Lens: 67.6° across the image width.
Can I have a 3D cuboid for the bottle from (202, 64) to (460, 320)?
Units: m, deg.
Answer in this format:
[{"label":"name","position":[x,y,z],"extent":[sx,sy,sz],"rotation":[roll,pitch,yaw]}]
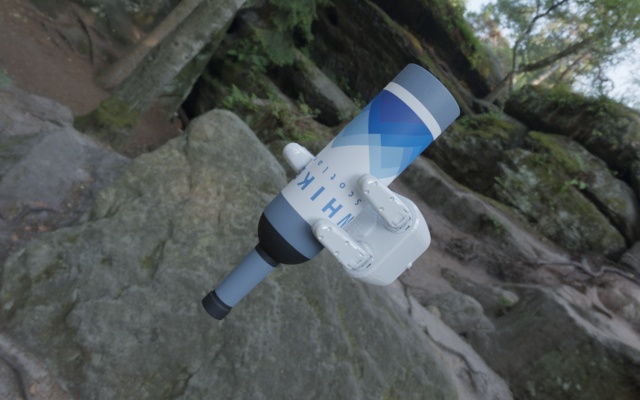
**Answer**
[{"label":"bottle","position":[0.000,0.001,0.449],"extent":[0.296,0.069,0.069],"rotation":[-45,3,3]}]
